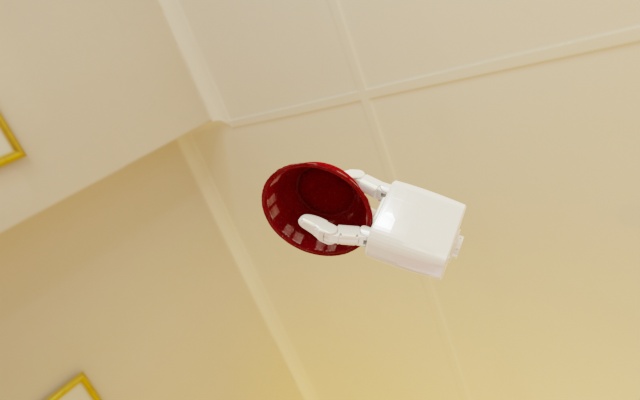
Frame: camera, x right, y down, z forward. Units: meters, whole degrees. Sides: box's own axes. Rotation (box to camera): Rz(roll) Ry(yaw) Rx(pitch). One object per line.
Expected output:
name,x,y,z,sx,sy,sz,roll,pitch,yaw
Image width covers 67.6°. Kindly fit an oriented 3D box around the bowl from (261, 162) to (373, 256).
bowl,-0.001,0.001,0.682,0.162,0.162,0.055,0,36,20
